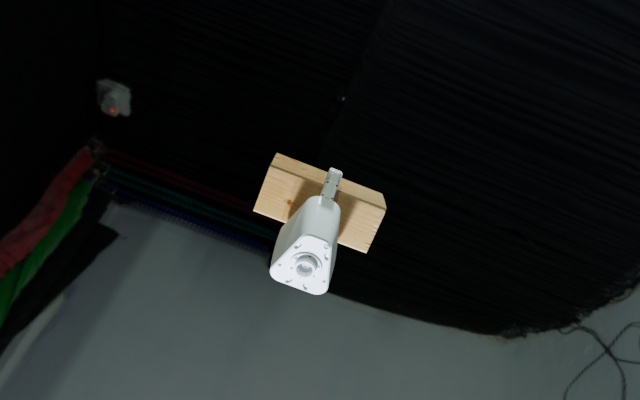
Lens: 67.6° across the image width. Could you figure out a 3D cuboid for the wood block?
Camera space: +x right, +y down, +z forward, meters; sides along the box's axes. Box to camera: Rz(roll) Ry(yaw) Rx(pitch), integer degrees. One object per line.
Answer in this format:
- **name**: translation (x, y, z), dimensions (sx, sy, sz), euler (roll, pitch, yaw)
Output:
- **wood block**: translation (0.000, 0.003, 0.835), dimensions (0.206, 0.091, 0.090), euler (21, 18, -5)
